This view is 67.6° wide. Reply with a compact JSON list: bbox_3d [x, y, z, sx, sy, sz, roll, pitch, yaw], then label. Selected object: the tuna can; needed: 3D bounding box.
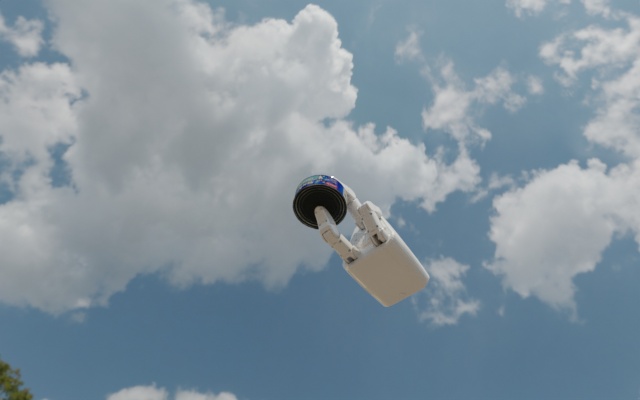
[{"bbox_3d":[0.000,0.002,0.758,0.086,0.086,0.033,0,34,6],"label":"tuna can"}]
